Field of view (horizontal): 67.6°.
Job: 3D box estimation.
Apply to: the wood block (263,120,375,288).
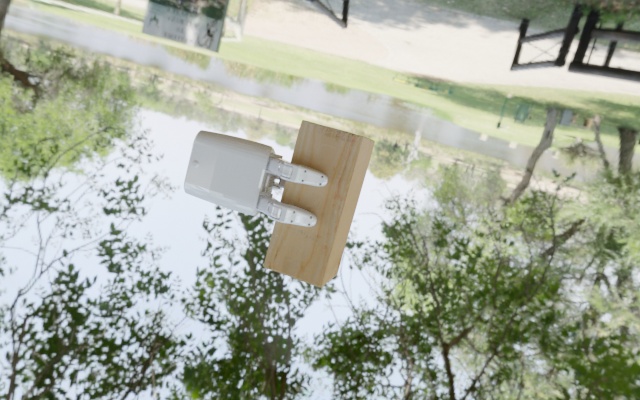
[{"bbox_3d":[0.000,0.002,0.670,0.090,0.206,0.091,17,8,14],"label":"wood block"}]
